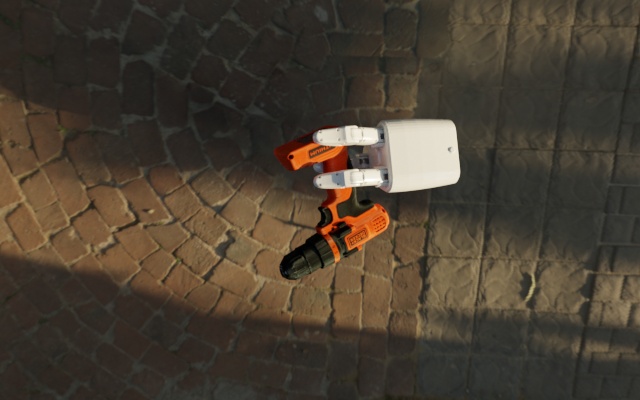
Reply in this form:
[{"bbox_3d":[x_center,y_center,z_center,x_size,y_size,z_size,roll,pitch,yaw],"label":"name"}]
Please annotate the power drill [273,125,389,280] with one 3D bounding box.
[{"bbox_3d":[0.000,0.002,0.674,0.184,0.188,0.057,-29,26,-23],"label":"power drill"}]
